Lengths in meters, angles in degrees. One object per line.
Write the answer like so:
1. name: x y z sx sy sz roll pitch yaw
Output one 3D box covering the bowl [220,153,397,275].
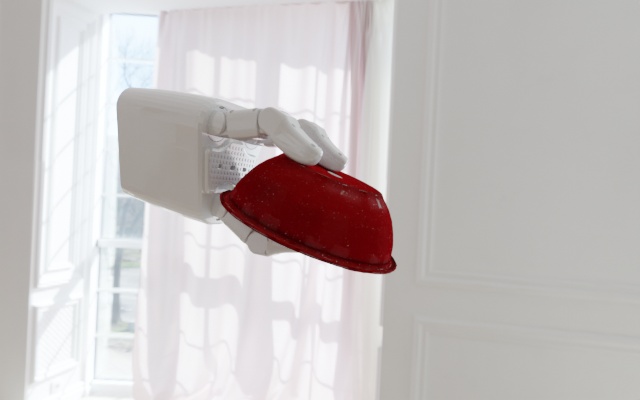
1. bowl: 0.001 0.001 0.407 0.162 0.055 0.162 22 9 -4
